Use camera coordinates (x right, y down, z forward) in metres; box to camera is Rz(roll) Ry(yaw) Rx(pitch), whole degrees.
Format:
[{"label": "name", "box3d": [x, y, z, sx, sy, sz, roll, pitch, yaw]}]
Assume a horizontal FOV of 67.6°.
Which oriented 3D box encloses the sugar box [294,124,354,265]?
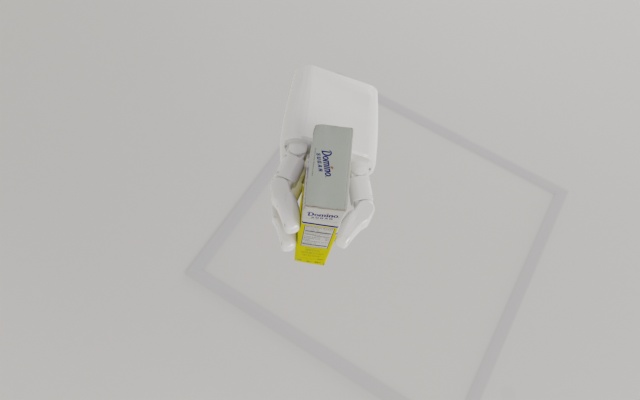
[{"label": "sugar box", "box3d": [0.000, 0.002, 0.528, 0.048, 0.093, 0.176, 7, -25, -1]}]
